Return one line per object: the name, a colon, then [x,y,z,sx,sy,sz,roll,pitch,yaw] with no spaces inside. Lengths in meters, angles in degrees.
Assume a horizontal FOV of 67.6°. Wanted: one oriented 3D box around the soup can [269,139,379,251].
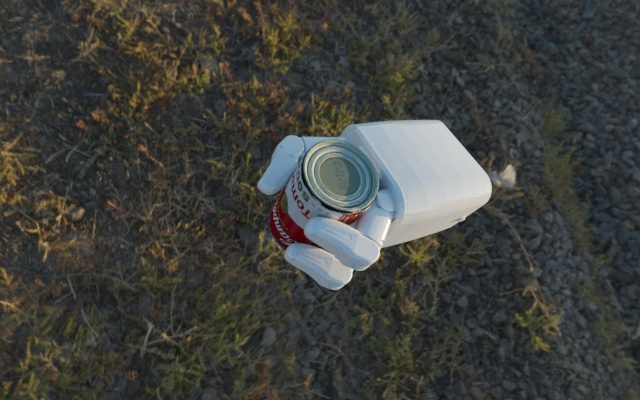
soup can: [0.000,0.001,0.417,0.068,0.068,0.102,0,-26,-22]
